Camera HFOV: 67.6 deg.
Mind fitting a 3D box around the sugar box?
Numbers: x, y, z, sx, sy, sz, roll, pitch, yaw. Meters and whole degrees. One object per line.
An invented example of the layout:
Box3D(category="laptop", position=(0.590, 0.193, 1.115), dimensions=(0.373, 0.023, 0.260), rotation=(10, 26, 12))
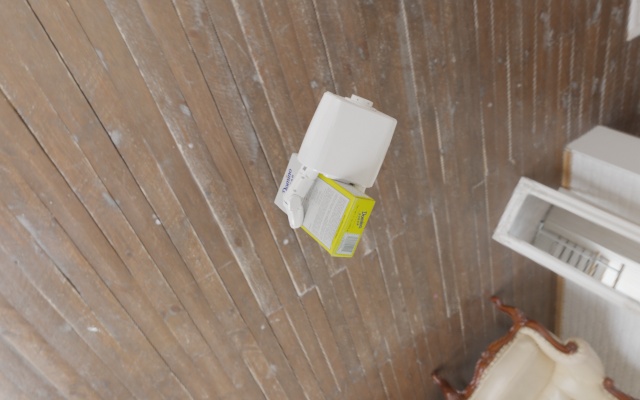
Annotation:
Box3D(category="sugar box", position=(0.001, 0.002, 0.721), dimensions=(0.048, 0.093, 0.176), rotation=(11, 19, -36))
